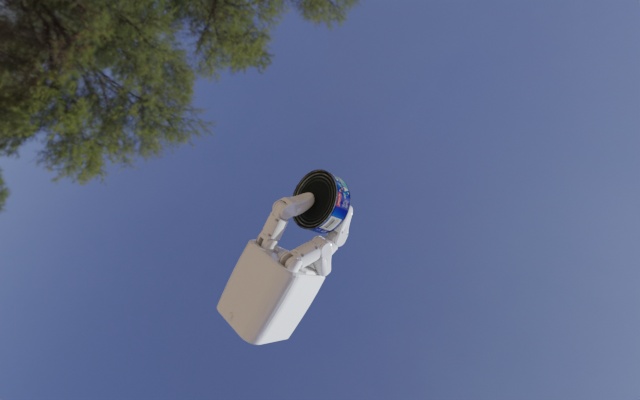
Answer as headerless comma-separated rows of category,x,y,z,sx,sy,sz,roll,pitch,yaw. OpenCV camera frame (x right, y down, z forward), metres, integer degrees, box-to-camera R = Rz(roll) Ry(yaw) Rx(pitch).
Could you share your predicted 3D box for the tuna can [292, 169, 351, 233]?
tuna can,0.001,0.002,0.668,0.086,0.086,0.034,0,-15,44
